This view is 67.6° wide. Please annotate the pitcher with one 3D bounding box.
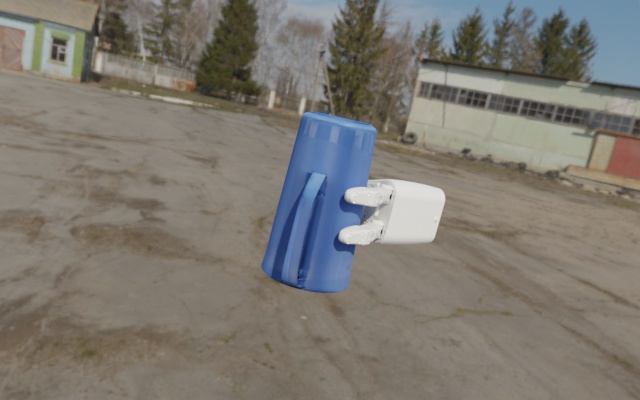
[{"bbox_3d":[0.000,0.002,0.680,0.145,0.243,0.149,6,13,-31],"label":"pitcher"}]
